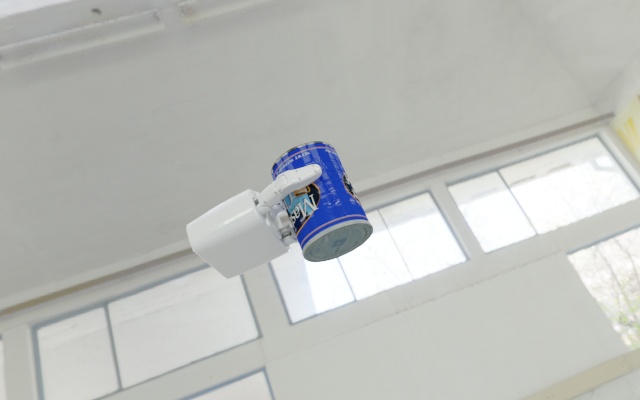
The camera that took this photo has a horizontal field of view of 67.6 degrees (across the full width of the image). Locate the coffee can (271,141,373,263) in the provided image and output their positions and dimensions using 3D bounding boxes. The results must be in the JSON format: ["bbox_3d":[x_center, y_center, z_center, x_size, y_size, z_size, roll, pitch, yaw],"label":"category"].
[{"bbox_3d":[0.000,0.002,0.678,0.103,0.140,0.103,-19,-27,-10],"label":"coffee can"}]
